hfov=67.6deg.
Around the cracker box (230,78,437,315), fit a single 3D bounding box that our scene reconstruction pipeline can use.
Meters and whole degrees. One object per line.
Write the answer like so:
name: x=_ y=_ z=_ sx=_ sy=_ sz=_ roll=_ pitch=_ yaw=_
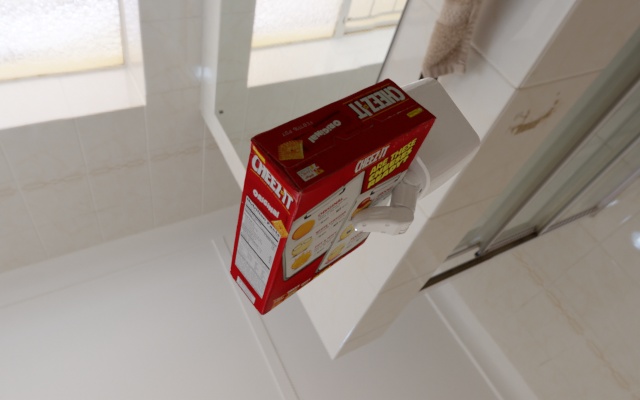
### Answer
cracker box: x=0.000 y=0.002 z=0.470 sx=0.164 sy=0.072 sz=0.214 roll=-31 pitch=-24 yaw=-33
